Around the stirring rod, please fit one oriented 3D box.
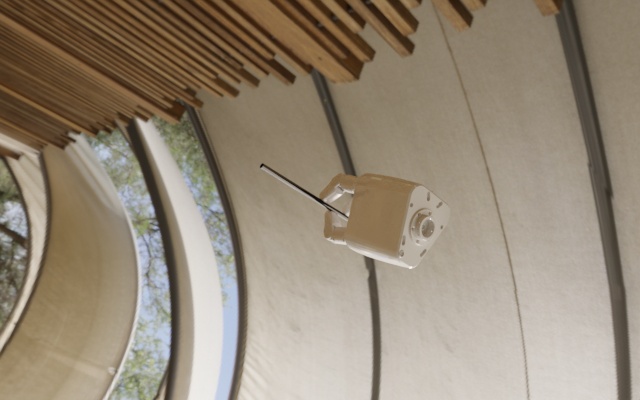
[{"bbox_3d":[0.000,0.002,0.745,0.240,0.011,0.011,32,-20,-36],"label":"stirring rod"}]
